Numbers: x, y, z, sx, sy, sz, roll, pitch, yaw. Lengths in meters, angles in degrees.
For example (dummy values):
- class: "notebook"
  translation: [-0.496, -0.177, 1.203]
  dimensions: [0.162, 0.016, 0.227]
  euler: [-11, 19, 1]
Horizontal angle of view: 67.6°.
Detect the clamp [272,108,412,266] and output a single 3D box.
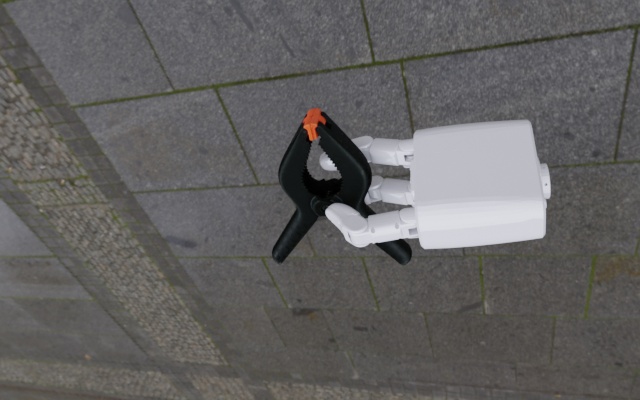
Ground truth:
- class: "clamp"
  translation: [0.000, 0.002, 0.506]
  dimensions: [0.164, 0.210, 0.036]
  euler: [-7, 41, 16]
